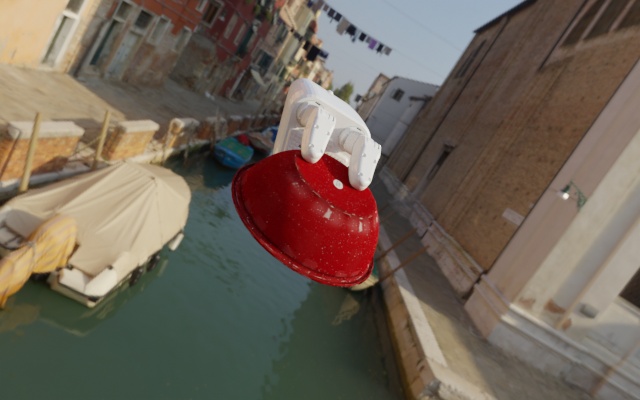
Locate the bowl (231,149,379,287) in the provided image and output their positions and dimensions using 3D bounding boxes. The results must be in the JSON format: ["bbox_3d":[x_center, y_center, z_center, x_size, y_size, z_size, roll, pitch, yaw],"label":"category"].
[{"bbox_3d":[0.001,0.002,0.450,0.162,0.162,0.055,0,-44,-50],"label":"bowl"}]
